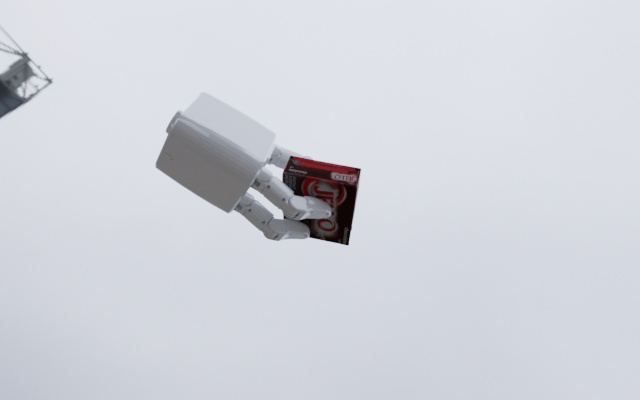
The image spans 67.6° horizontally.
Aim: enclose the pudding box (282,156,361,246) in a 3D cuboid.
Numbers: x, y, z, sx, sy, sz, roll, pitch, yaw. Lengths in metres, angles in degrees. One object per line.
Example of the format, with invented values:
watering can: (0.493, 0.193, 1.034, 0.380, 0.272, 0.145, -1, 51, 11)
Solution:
pudding box: (0.000, 0.002, 0.600, 0.090, 0.039, 0.114, 11, -41, 8)
